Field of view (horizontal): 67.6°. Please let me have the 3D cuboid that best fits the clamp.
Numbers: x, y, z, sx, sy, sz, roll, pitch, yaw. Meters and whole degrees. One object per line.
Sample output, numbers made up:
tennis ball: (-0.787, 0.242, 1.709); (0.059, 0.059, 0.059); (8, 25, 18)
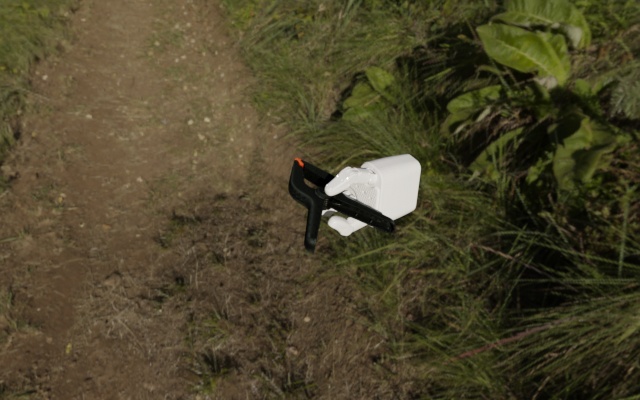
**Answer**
clamp: (0.000, 0.002, 0.783); (0.164, 0.036, 0.210); (-16, 48, -36)
